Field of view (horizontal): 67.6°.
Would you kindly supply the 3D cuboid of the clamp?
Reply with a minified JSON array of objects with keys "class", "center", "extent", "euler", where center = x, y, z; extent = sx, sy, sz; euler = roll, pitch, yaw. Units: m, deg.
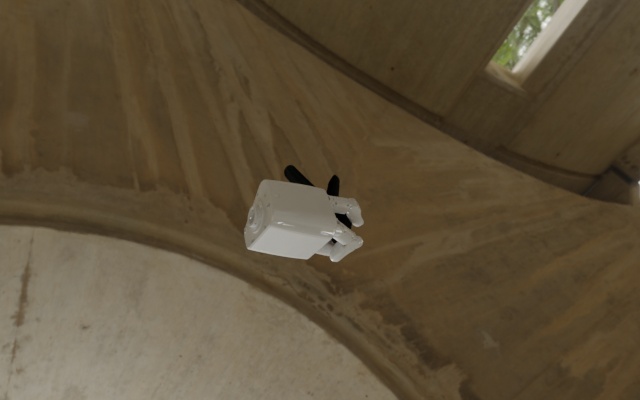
[{"class":"clamp","center":[0.000,0.003,0.831],"extent":[0.120,0.039,0.171],"euler":[11,38,-28]}]
